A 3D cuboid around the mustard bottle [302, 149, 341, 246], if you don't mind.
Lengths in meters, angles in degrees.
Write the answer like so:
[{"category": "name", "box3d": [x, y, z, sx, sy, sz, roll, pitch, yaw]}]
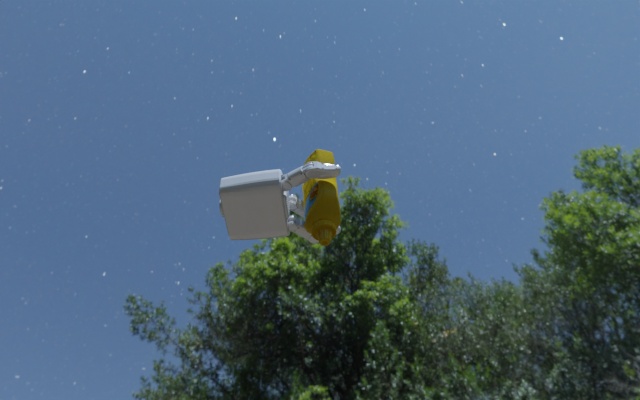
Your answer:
[{"category": "mustard bottle", "box3d": [0.000, 0.003, 0.827, 0.058, 0.096, 0.191, 12, 40, -15]}]
